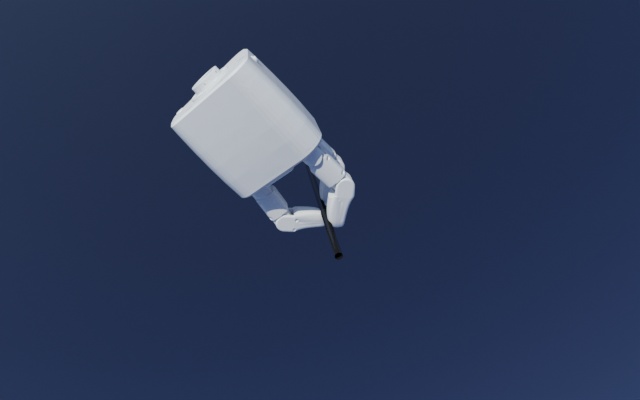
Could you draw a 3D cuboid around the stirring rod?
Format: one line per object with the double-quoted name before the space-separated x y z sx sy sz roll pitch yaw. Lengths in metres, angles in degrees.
"stirring rod" 0.000 0.002 0.560 0.011 0.011 0.239 0 25 -9
